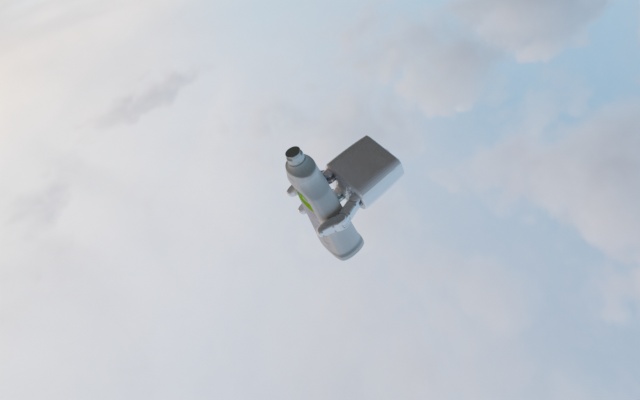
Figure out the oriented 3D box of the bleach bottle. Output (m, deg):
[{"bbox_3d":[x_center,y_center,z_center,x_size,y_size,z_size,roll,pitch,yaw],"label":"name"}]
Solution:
[{"bbox_3d":[0.000,0.003,0.889,0.068,0.251,0.102,-40,44,-13],"label":"bleach bottle"}]
